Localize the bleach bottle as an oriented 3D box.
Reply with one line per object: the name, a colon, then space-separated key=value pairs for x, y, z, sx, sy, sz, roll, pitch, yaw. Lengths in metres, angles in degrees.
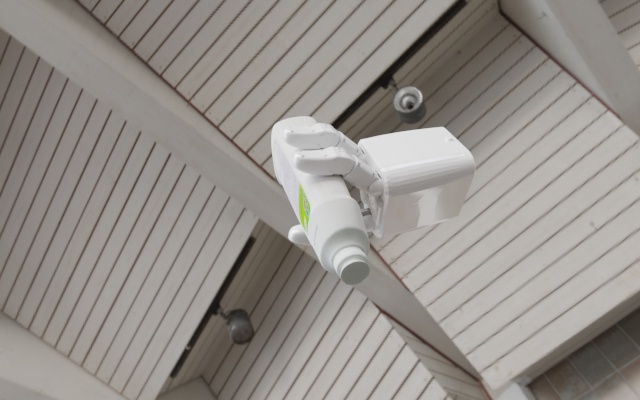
bleach bottle: x=0.000 y=0.002 z=0.529 sx=0.068 sy=0.103 sz=0.250 roll=-12 pitch=37 yaw=-9
